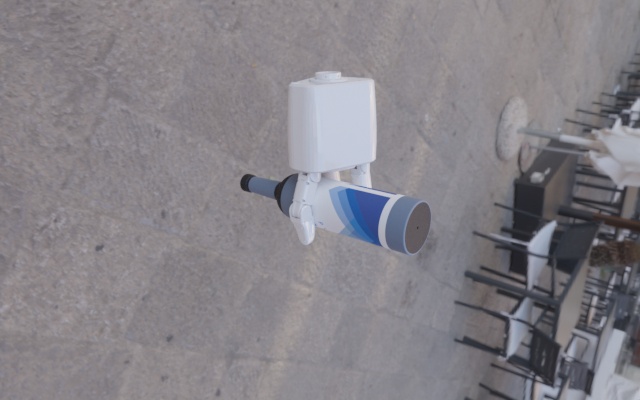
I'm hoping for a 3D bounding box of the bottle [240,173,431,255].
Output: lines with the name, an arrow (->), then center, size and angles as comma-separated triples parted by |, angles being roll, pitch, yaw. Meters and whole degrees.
bottle -> 0.000, 0.002, 0.642 | 0.295, 0.069, 0.069 | 15, 9, 37
